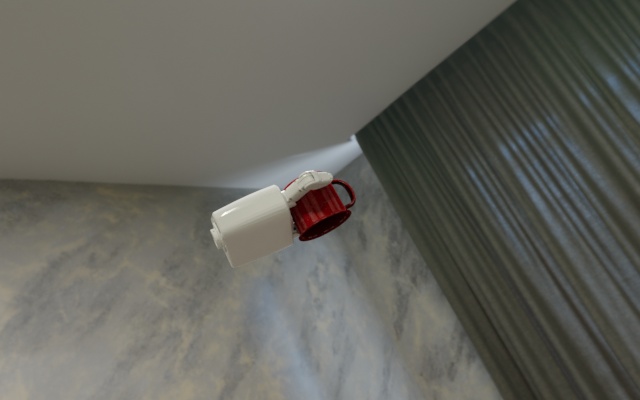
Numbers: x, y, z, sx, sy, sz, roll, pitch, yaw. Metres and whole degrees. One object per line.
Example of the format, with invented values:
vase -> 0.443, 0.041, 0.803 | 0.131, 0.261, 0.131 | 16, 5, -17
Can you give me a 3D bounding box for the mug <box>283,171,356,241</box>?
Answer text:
mug -> 0.001, 0.002, 0.762 | 0.117, 0.081, 0.093 | -23, -18, -17
